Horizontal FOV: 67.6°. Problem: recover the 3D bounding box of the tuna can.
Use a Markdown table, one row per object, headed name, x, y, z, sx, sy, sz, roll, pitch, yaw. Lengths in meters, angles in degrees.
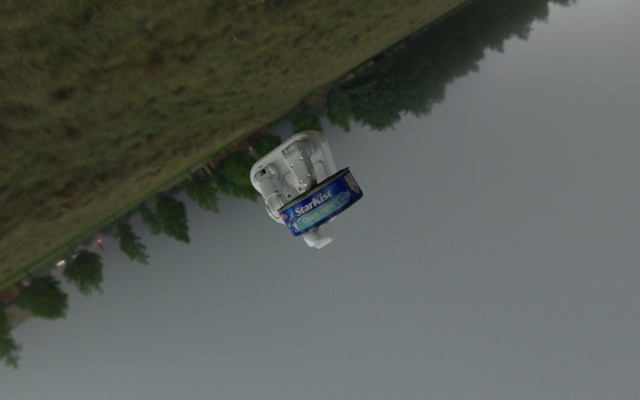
| name | x | y | z | sx | sy | sz | roll | pitch | yaw |
| --- | --- | --- | --- | --- | --- | --- | --- | --- | --- |
| tuna can | 0.000 | 0.002 | 0.489 | 0.086 | 0.034 | 0.086 | -31 | 4 | 2 |
